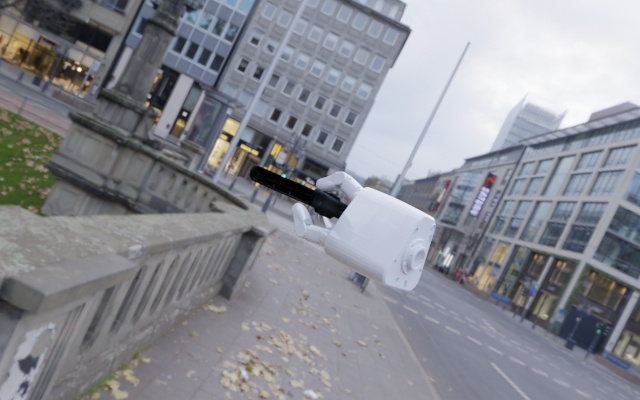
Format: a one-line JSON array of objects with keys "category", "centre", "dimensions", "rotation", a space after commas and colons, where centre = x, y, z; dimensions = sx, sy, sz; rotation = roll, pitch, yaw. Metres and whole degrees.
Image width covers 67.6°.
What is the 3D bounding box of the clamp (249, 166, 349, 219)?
[{"category": "clamp", "centre": [0.001, 0.002, 0.732], "dimensions": [0.164, 0.036, 0.210], "rotation": [24, -1, 41]}]
